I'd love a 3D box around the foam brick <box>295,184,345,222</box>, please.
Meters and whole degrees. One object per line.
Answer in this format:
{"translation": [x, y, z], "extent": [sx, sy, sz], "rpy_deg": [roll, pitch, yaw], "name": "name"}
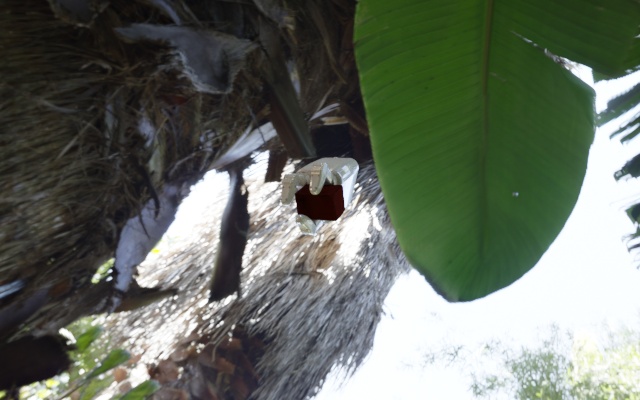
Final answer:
{"translation": [0.000, 0.003, 0.867], "extent": [0.078, 0.053, 0.051], "rpy_deg": [3, 23, 25], "name": "foam brick"}
